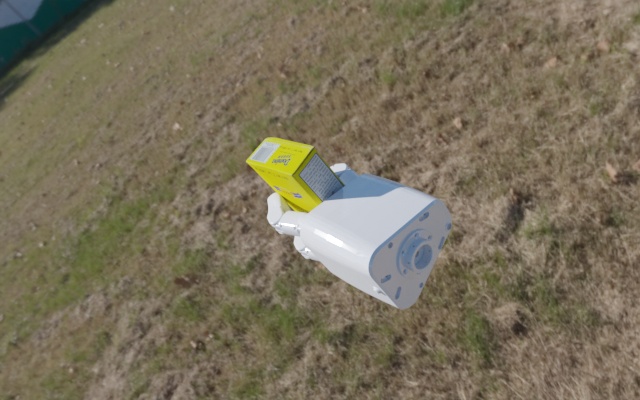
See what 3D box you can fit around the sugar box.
[{"bbox_3d":[0.000,0.002,0.563,0.093,0.048,0.176,20,-24,49],"label":"sugar box"}]
